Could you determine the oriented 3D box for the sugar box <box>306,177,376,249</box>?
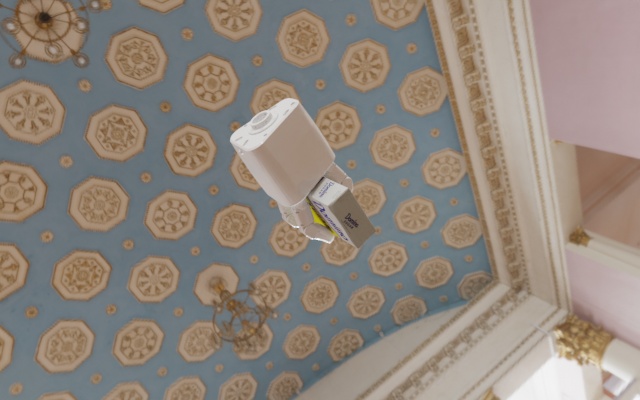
[{"bbox_3d":[0.000,0.003,0.728,0.048,0.093,0.176,-43,33,-11],"label":"sugar box"}]
